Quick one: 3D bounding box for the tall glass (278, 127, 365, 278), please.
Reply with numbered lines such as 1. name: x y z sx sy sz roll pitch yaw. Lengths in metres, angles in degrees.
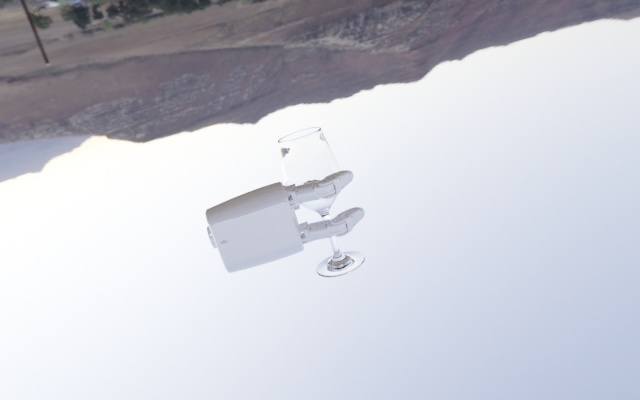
1. tall glass: 0.000 0.003 0.666 0.079 0.201 0.079 -16 17 5
